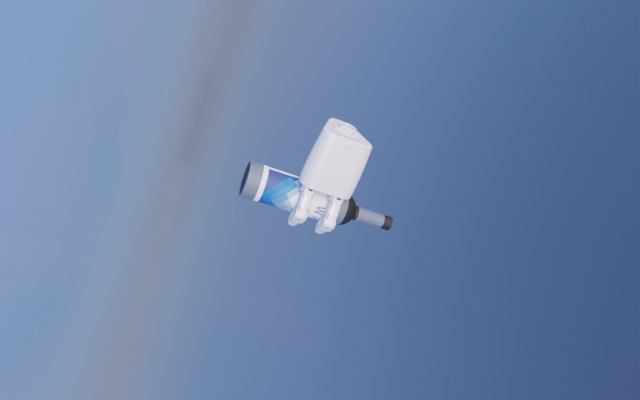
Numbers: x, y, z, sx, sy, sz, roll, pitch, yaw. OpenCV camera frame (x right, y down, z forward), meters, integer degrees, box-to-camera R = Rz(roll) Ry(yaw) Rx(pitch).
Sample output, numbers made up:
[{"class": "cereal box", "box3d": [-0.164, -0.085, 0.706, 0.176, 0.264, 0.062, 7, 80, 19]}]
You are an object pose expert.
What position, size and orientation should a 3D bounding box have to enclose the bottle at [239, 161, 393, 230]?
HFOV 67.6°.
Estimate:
[{"class": "bottle", "box3d": [0.000, 0.003, 0.890, 0.296, 0.069, 0.069, 17, -5, -16]}]
